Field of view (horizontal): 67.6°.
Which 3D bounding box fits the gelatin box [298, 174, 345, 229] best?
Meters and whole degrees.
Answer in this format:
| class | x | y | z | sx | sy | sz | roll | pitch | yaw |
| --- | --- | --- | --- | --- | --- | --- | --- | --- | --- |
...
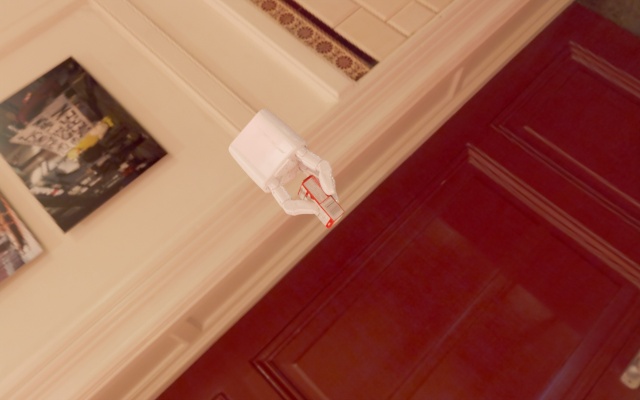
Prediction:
| class | x | y | z | sx | sy | sz | roll | pitch | yaw |
| --- | --- | --- | --- | --- | --- | --- | --- | --- | --- |
| gelatin box | 0.000 | 0.003 | 0.849 | 0.030 | 0.089 | 0.073 | -39 | -7 | -14 |
